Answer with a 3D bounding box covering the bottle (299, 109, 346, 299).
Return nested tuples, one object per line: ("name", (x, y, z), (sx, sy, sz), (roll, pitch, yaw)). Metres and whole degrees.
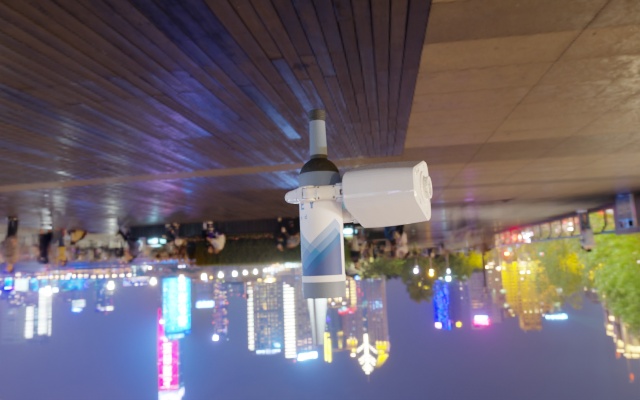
("bottle", (0.000, 0.003, 0.751), (0.069, 0.295, 0.069), (-2, -7, 0))
